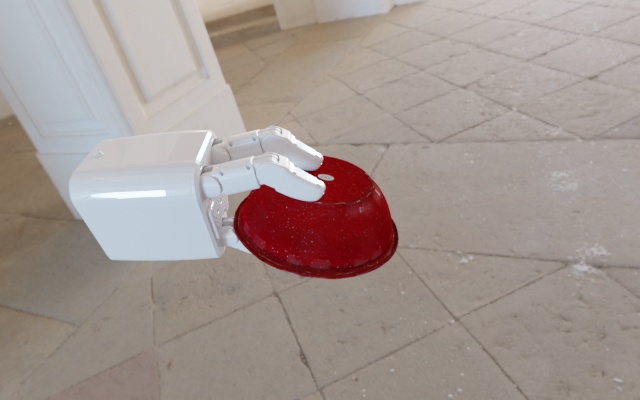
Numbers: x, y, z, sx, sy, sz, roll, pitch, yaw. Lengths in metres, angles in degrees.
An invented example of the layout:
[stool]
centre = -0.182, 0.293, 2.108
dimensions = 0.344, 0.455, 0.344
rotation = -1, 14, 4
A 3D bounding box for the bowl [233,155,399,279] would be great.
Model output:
[bowl]
centre = 0.001, 0.001, 0.454
dimensions = 0.162, 0.055, 0.162
rotation = 7, 31, -4
